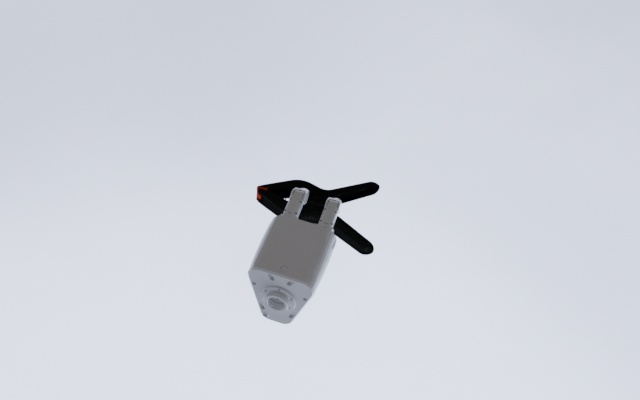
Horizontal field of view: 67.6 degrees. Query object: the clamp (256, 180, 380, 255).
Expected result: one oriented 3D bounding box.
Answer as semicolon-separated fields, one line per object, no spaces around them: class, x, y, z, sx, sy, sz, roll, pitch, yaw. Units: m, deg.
clamp;-0.001;0.003;0.793;0.210;0.036;0.164;16;41;7
